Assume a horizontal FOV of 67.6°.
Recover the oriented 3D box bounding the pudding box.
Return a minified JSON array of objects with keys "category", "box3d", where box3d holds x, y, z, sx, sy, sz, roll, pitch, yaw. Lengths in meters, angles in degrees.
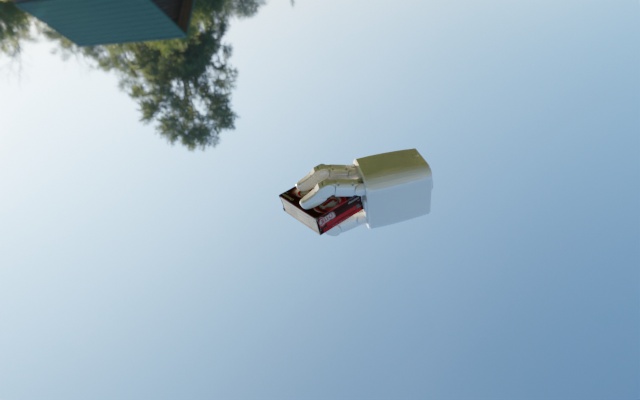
[{"category":"pudding box","box3d":[0.000,0.003,0.777,0.090,0.039,0.113,-29,33,-25]}]
